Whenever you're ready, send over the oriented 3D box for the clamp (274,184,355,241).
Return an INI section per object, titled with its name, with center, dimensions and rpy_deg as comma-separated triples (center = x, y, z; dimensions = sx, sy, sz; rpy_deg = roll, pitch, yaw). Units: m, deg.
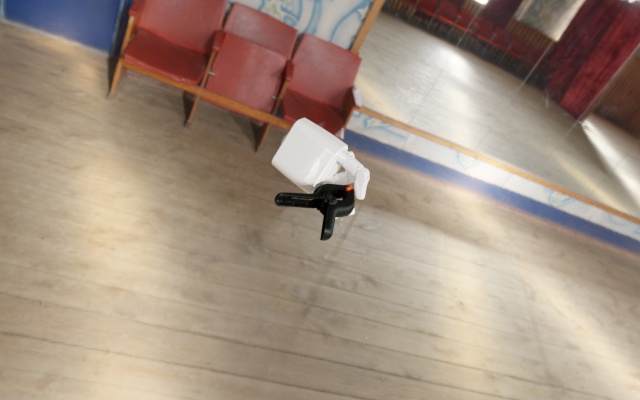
[clamp]
center = 0.001, 0.002, 0.854
dimensions = 0.120, 0.039, 0.171
rpy_deg = 37, 32, 10
